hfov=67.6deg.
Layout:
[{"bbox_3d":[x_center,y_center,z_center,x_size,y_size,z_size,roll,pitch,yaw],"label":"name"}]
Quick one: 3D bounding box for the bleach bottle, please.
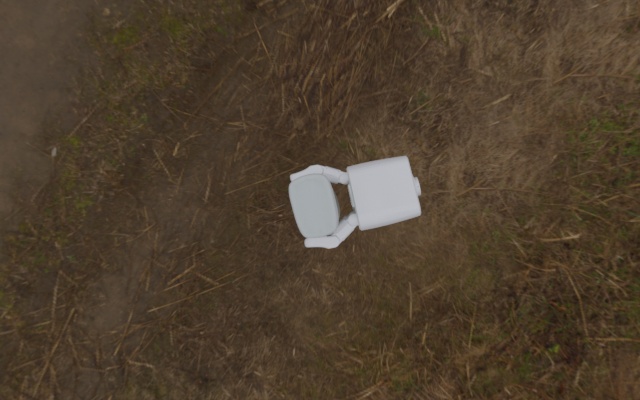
[{"bbox_3d":[0.000,0.003,0.853,0.068,0.102,0.251,-13,2,5],"label":"bleach bottle"}]
